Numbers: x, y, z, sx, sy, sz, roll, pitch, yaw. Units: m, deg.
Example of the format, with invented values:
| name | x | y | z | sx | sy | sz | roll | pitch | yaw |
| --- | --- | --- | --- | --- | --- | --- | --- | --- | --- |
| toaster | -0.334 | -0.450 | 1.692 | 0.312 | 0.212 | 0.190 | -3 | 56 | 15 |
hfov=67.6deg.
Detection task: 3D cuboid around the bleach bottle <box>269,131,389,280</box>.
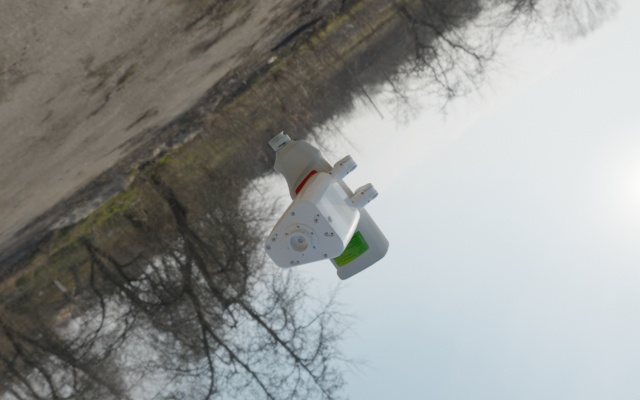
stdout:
| name | x | y | z | sx | sy | sz | roll | pitch | yaw |
| --- | --- | --- | --- | --- | --- | --- | --- | --- | --- |
| bleach bottle | 0.000 | 0.002 | 0.764 | 0.102 | 0.251 | 0.068 | -34 | 10 | 24 |
